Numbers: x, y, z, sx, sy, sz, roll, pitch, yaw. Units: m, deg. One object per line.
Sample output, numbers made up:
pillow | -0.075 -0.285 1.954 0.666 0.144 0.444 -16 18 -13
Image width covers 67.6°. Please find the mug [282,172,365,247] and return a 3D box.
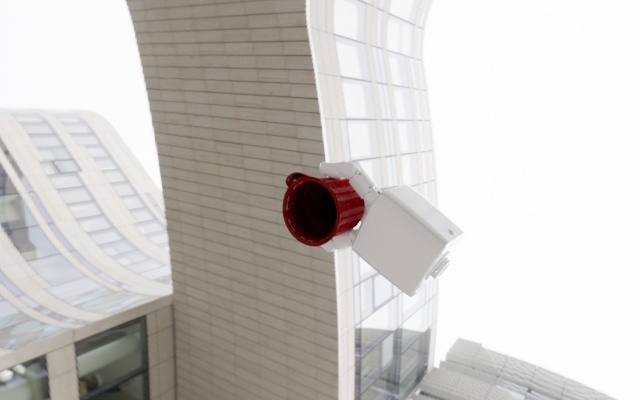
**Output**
mug | -0.001 0.001 0.662 0.117 0.093 0.081 42 28 21
